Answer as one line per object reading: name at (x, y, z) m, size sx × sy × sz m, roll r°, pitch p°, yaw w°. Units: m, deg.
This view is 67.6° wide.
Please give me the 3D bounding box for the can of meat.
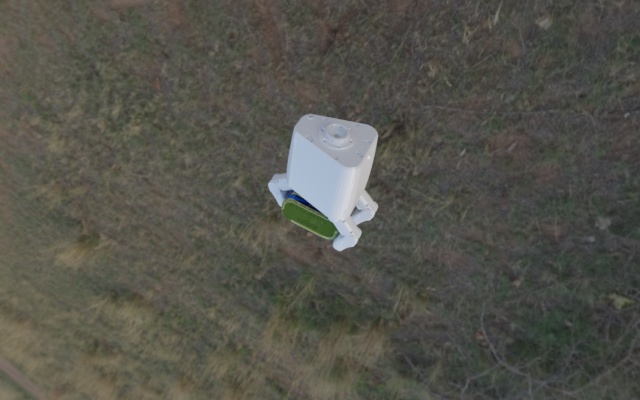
can of meat at (0.000, 0.003, 0.745) m, size 0.102 × 0.084 × 0.057 m, roll 26°, pitch -37°, yaw 8°
